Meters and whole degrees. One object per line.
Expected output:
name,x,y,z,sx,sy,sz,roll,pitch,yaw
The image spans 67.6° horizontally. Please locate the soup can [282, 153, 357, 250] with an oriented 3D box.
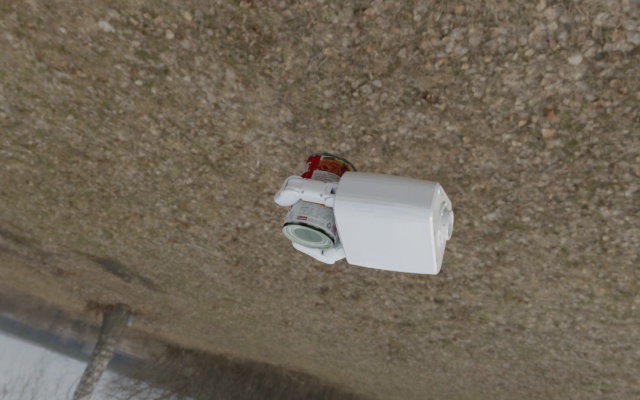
soup can,0.000,0.002,0.588,0.068,0.102,0.068,15,-26,8
